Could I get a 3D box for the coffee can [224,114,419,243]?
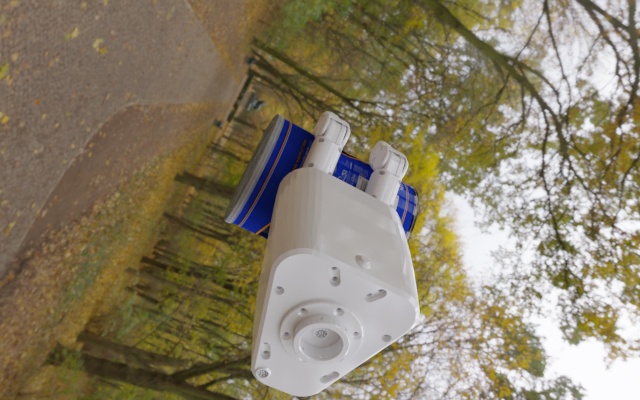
[{"bbox_3d":[0.000,0.001,0.426,0.140,0.103,0.103,27,-6,-13],"label":"coffee can"}]
